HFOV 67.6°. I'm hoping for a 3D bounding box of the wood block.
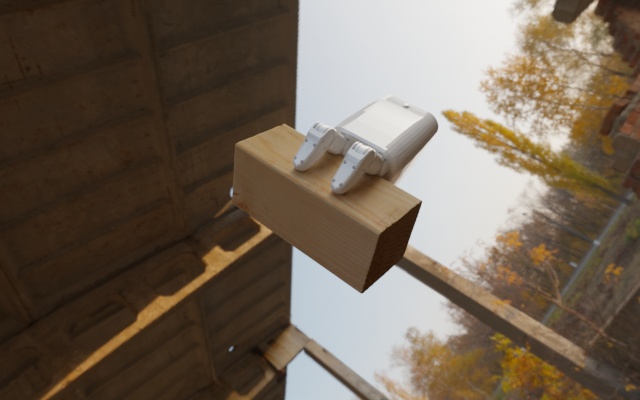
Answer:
[{"bbox_3d":[0.000,0.002,0.561,0.206,0.091,0.090,32,42,26],"label":"wood block"}]
